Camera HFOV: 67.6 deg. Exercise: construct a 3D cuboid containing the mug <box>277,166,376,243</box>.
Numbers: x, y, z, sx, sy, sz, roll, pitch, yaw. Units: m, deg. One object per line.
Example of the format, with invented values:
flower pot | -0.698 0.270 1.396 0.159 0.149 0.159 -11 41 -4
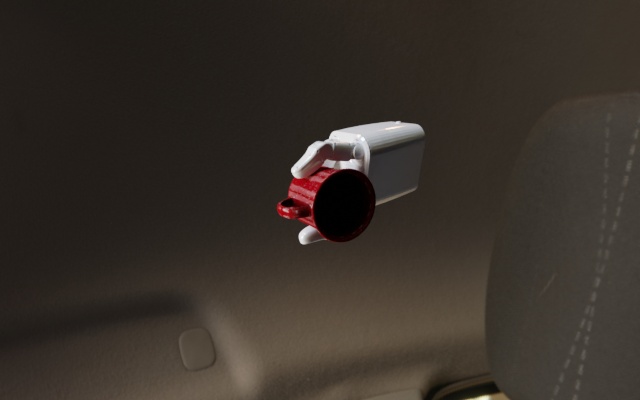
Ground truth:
mug | -0.001 0.002 0.610 0.117 0.093 0.081 -16 19 -27
